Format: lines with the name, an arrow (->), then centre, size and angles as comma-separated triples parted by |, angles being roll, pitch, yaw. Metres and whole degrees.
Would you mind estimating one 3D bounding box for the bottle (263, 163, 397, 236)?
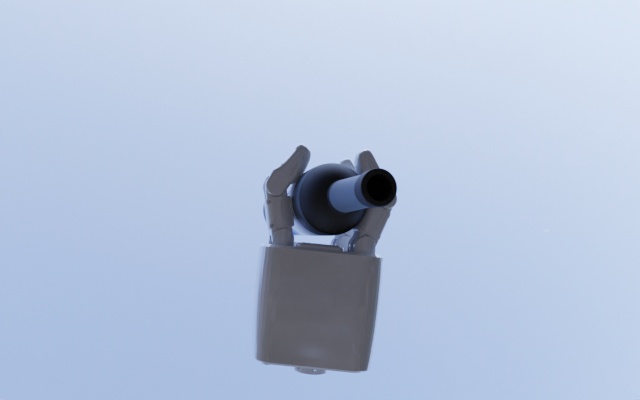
bottle -> 0.000, 0.001, 0.472 | 0.069, 0.069, 0.296 | 0, -4, -16
